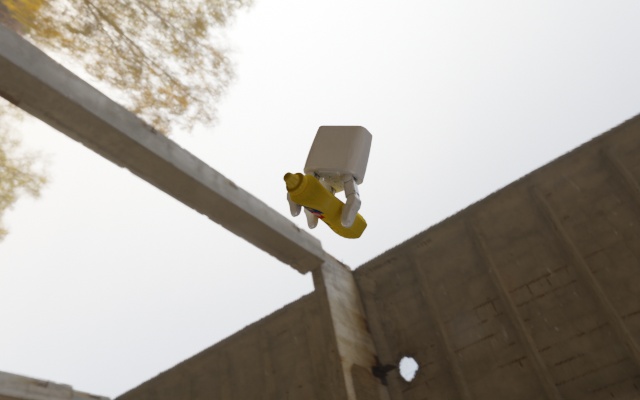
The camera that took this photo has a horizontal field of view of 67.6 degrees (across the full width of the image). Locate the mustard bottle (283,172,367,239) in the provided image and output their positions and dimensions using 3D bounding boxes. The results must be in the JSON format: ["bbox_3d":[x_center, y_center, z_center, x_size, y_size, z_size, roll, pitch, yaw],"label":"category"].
[{"bbox_3d":[0.000,0.003,0.869,0.192,0.058,0.096,39,-7,-41],"label":"mustard bottle"}]
